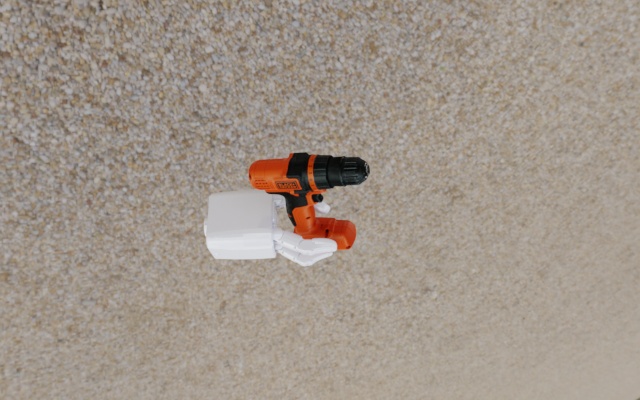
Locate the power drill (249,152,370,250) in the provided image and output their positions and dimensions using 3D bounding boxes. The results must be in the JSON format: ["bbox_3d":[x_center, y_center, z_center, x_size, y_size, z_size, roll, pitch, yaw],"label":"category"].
[{"bbox_3d":[0.000,0.003,0.745,0.184,0.057,0.188,1,-42,21],"label":"power drill"}]
